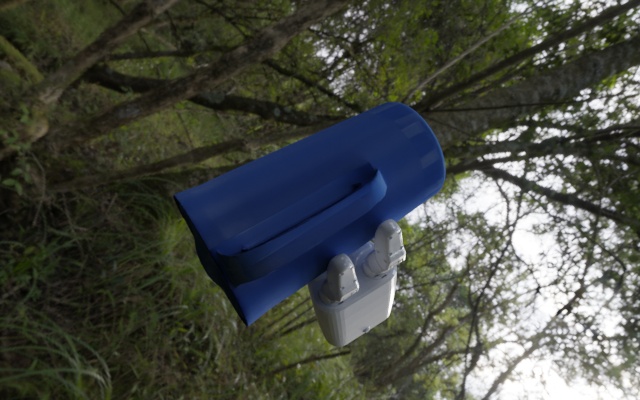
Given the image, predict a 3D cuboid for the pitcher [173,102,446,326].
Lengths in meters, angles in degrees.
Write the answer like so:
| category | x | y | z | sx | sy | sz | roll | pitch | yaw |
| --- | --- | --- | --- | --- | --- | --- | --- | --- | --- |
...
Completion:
| category | x | y | z | sx | sy | sz | roll | pitch | yaw |
| --- | --- | --- | --- | --- | --- | --- | --- | --- | --- |
| pitcher | 0.000 | 0.002 | 0.449 | 0.243 | 0.145 | 0.149 | -30 | 54 | -17 |
